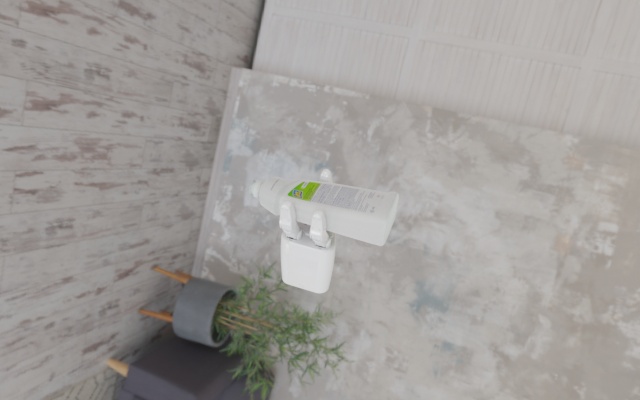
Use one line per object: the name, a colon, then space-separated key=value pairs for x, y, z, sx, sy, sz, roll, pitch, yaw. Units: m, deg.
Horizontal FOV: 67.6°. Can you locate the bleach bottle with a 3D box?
bleach bottle: x=0.000 y=0.003 z=0.822 sx=0.251 sy=0.068 sz=0.102 roll=15 pitch=35 yaw=15
